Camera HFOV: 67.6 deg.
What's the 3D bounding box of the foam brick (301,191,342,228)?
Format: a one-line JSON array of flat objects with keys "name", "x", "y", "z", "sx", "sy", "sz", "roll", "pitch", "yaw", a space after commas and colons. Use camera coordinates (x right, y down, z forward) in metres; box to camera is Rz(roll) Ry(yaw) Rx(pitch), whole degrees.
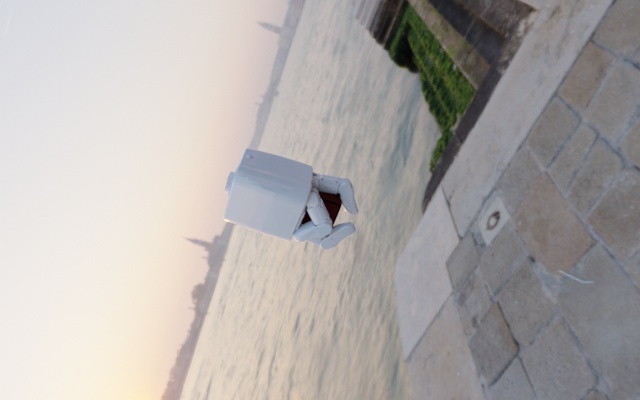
[{"name": "foam brick", "x": 0.000, "y": 0.002, "z": 0.746, "sx": 0.051, "sy": 0.053, "sz": 0.078, "roll": 17, "pitch": 26, "yaw": -8}]
